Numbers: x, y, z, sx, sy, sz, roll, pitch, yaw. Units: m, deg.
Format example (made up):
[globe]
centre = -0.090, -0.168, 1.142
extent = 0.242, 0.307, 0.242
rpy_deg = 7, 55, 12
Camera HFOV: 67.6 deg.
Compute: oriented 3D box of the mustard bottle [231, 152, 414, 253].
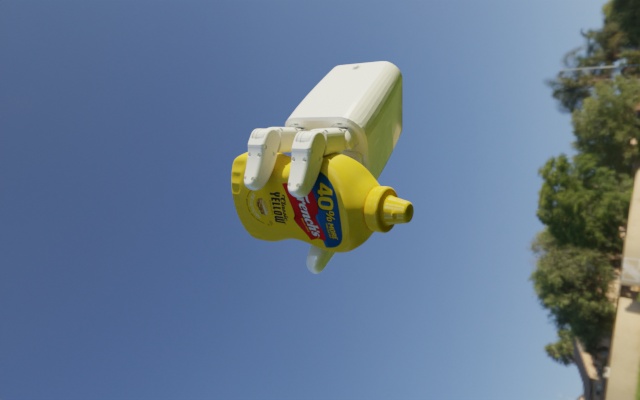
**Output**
[mustard bottle]
centre = 0.000, 0.002, 0.463
extent = 0.191, 0.096, 0.058
rpy_deg = 6, 24, 37
